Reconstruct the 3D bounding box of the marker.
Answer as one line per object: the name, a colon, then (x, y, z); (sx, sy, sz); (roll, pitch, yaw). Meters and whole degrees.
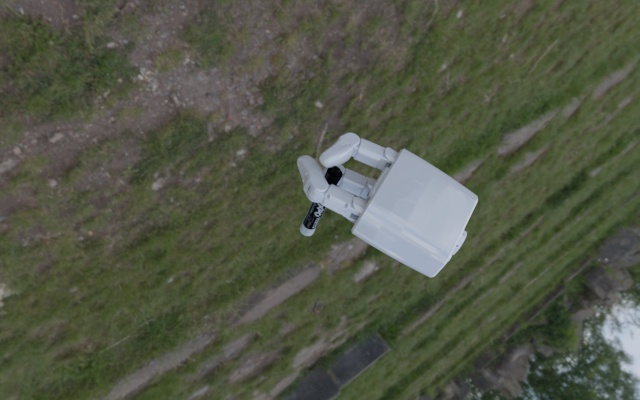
marker: (0.000, 0.002, 0.574); (0.020, 0.020, 0.121); (0, -38, -22)
